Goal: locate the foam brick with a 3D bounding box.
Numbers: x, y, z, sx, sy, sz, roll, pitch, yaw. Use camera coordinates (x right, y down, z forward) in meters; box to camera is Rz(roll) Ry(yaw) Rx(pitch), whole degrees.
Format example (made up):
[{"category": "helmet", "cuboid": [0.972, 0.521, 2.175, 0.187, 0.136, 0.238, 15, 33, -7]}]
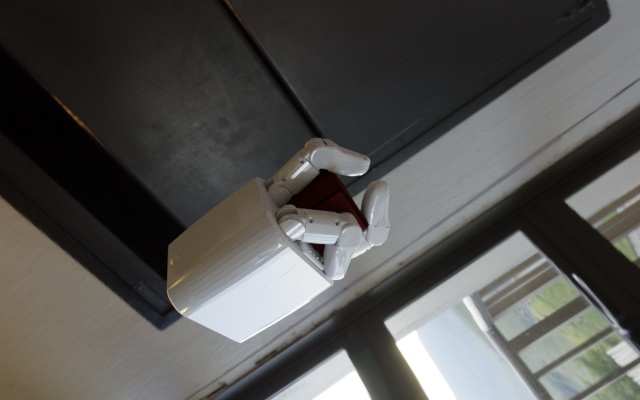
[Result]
[{"category": "foam brick", "cuboid": [0.000, 0.001, 0.439, 0.051, 0.053, 0.078, -35, 32, 5]}]
